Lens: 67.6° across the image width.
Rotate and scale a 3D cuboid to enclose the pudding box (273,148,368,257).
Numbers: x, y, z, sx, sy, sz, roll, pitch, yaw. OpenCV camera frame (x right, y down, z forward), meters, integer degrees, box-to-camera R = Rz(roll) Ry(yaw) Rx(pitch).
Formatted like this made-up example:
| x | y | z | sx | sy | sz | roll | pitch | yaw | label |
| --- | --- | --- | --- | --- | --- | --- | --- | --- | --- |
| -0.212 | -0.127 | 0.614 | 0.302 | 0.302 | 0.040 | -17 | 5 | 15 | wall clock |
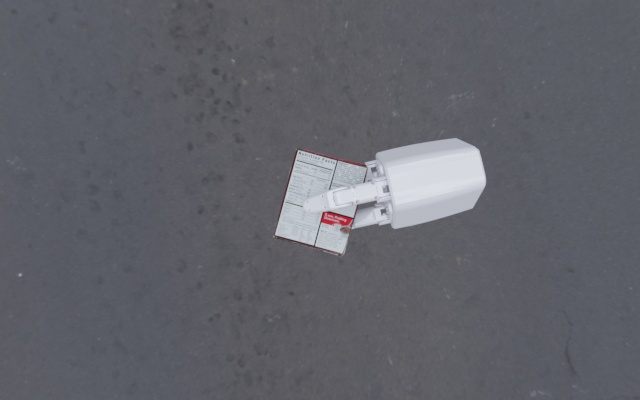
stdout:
| x | y | z | sx | sy | sz | roll | pitch | yaw | label |
| --- | --- | --- | --- | --- | --- | --- | --- | --- | --- |
| 0.000 | 0.002 | 0.574 | 0.090 | 0.113 | 0.039 | 15 | -2 | 2 | pudding box |
